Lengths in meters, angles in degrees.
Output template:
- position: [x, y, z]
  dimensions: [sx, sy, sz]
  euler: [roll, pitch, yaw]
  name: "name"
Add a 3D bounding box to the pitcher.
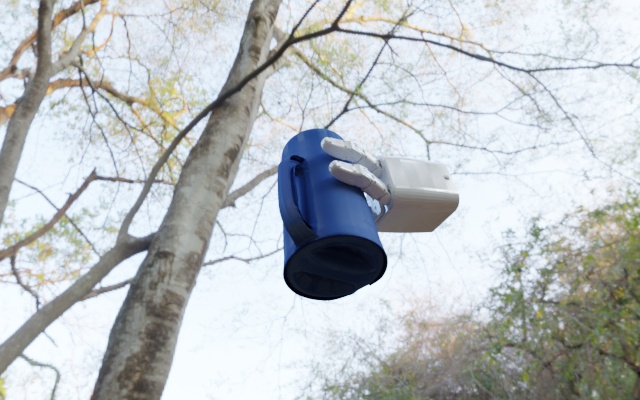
- position: [0.000, 0.002, 0.670]
  dimensions: [0.145, 0.149, 0.242]
  euler: [3, 44, -13]
  name: "pitcher"
